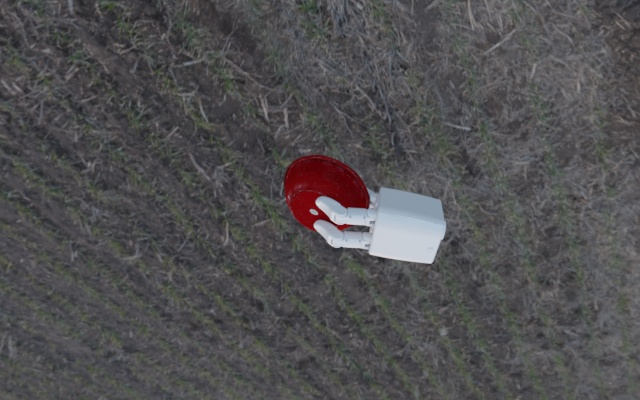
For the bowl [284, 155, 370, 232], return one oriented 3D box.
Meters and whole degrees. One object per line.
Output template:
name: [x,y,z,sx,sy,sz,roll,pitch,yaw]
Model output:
bowl: [-0.001,0.003,0.823,0.162,0.162,0.055,0,38,28]
